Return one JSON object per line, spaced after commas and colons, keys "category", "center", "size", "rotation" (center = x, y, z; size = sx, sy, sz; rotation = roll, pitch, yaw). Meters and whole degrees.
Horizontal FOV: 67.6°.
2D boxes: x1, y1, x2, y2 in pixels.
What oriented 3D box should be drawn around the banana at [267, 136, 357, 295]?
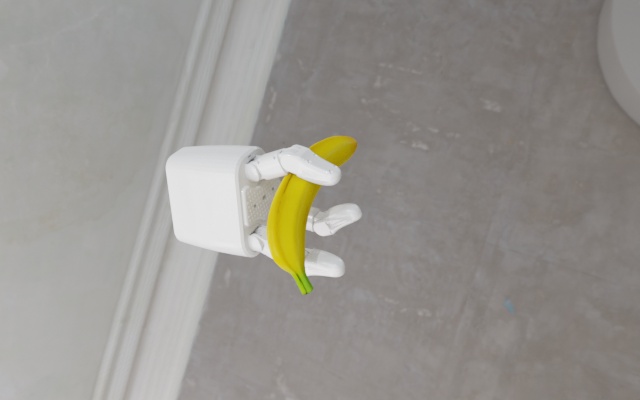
{"category": "banana", "center": [-0.012, -0.007, 0.490], "size": [0.037, 0.197, 0.070], "rotation": [-9, -42, 39]}
